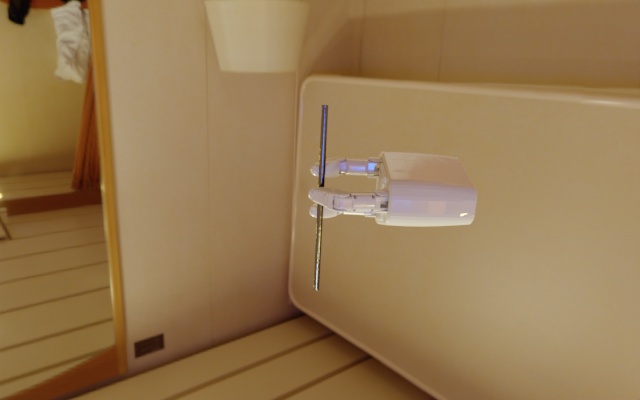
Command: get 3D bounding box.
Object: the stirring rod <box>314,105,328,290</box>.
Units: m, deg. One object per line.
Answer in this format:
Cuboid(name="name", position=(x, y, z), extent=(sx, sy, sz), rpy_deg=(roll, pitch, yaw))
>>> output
Cuboid(name="stirring rod", position=(0.000, 0.002, 0.603), extent=(0.011, 0.239, 0.011), rpy_deg=(2, 16, -1))
